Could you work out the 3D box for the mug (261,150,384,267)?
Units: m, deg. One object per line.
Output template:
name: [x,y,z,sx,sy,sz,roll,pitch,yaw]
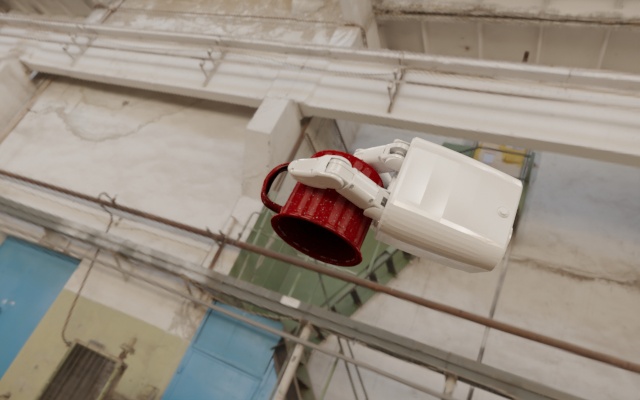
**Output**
mug: [-0.001,0.001,0.463,0.117,0.081,0.093,23,-25,7]
